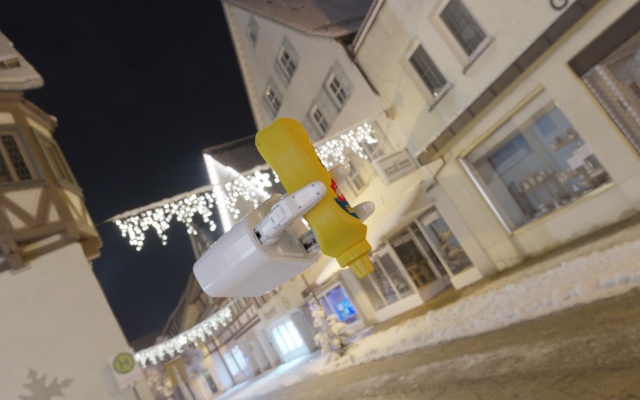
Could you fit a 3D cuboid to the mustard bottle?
[{"bbox_3d":[0.000,0.001,0.536,0.058,0.191,0.096,-33,-12,4],"label":"mustard bottle"}]
